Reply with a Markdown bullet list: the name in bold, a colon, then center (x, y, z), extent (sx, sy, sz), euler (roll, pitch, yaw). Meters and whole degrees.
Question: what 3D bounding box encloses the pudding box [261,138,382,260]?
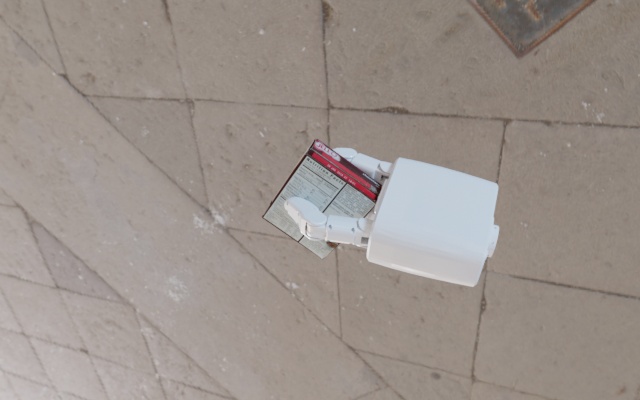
- **pudding box**: center (0.000, 0.002, 0.517), extent (0.090, 0.113, 0.039), euler (36, 37, -4)
